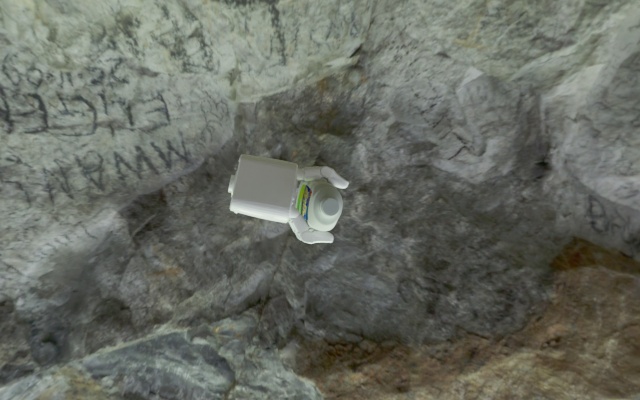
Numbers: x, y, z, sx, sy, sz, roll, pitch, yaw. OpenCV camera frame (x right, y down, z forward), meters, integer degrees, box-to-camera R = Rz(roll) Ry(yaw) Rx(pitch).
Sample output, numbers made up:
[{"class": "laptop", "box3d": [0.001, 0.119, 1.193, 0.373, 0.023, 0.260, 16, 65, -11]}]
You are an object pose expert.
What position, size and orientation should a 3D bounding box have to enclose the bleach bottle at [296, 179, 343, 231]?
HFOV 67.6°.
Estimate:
[{"class": "bleach bottle", "box3d": [0.000, 0.003, 0.885, 0.068, 0.102, 0.251, 11, -2, -8]}]
